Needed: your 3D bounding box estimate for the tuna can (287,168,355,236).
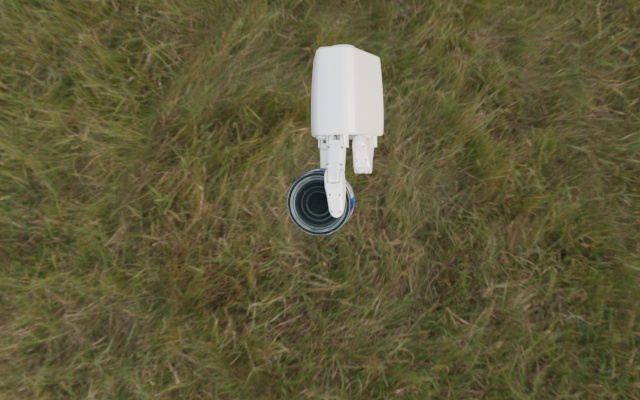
[{"bbox_3d":[0.000,0.002,0.621,0.086,0.086,0.033,0,9,10],"label":"tuna can"}]
